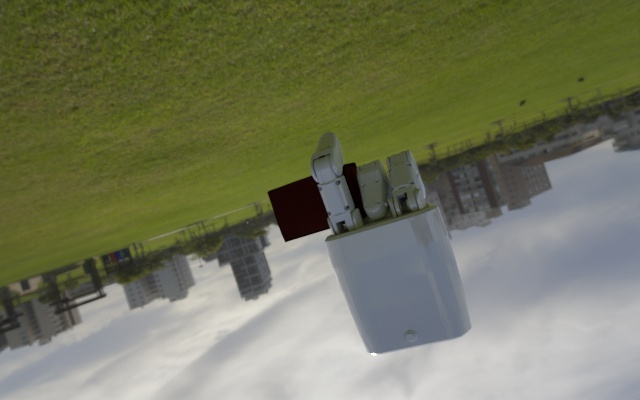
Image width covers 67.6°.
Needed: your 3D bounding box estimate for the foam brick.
[{"bbox_3d":[0.000,0.001,0.446,0.078,0.051,0.053,-18,2,19],"label":"foam brick"}]
